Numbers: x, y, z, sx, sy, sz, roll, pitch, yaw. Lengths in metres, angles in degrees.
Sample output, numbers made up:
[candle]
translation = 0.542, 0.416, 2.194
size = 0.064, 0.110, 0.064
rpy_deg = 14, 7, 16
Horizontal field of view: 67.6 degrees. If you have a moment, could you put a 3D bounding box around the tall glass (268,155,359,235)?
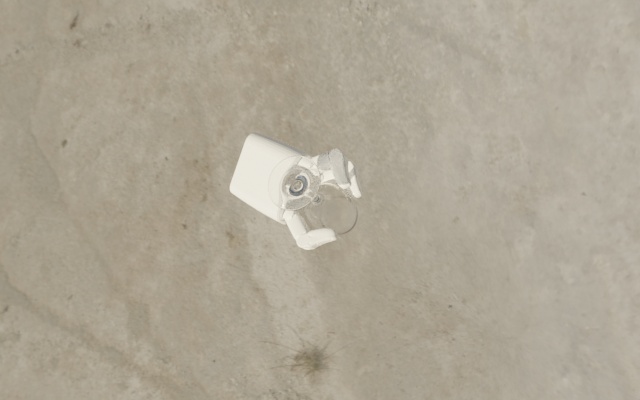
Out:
[tall glass]
translation = 0.000, 0.002, 0.702
size = 0.079, 0.079, 0.201
rpy_deg = 0, -15, 21
